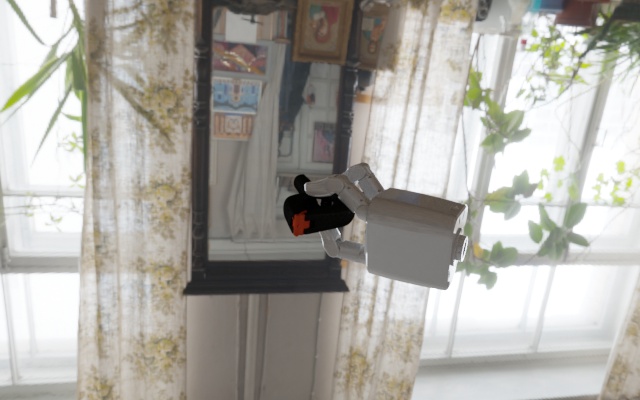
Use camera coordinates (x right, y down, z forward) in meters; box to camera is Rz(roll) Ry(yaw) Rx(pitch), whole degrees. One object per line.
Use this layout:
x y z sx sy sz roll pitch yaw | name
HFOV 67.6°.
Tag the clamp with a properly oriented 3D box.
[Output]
0.000 0.003 0.659 0.164 0.036 0.210 11 18 24 | clamp
